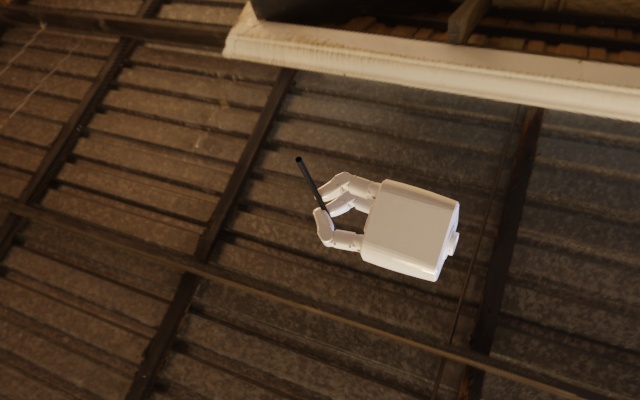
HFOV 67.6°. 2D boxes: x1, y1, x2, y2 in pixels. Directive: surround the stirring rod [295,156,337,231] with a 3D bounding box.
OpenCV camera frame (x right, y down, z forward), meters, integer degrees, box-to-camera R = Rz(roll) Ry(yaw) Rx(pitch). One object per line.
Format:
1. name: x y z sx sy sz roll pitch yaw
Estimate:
1. stirring rod: 0.000 0.002 0.680 0.011 0.011 0.240 0 -26 14
